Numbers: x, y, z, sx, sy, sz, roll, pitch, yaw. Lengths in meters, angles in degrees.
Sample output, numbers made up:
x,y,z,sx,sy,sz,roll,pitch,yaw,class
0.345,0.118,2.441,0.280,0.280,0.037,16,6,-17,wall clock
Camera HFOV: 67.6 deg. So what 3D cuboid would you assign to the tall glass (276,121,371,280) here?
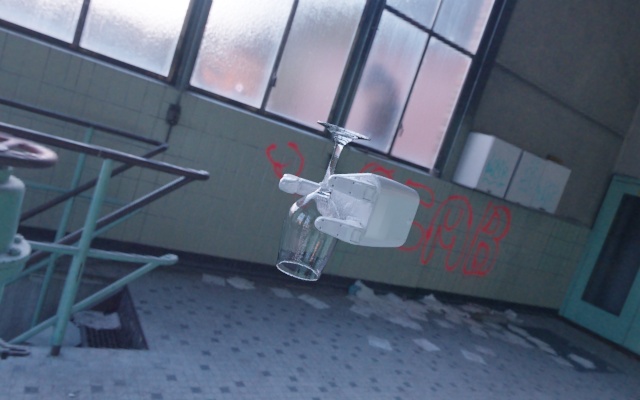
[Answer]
x,y,z,sx,sy,sz,roll,pitch,yaw,class
0.000,0.001,0.636,0.079,0.201,0.079,18,6,-2,tall glass
